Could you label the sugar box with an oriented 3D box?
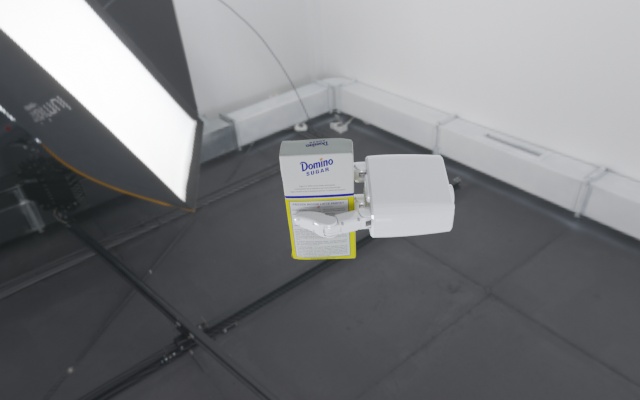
[{"bbox_3d":[0.000,0.002,0.647,0.093,0.176,0.048,-2,34,2],"label":"sugar box"}]
